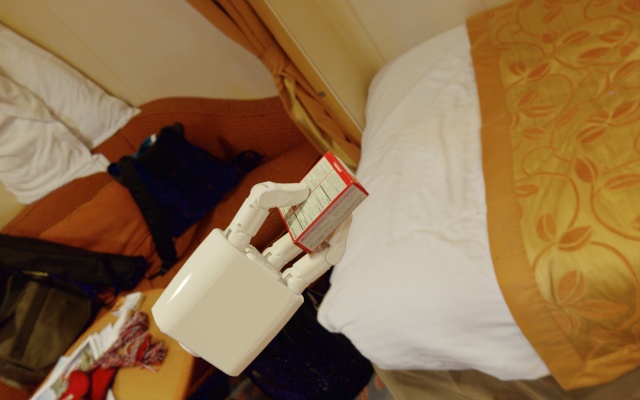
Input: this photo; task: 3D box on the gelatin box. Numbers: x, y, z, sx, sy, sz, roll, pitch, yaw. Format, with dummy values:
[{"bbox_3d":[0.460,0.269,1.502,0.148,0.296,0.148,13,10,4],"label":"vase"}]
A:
[{"bbox_3d":[0.000,0.001,0.502,0.030,0.089,0.073,36,12,-33],"label":"gelatin box"}]
